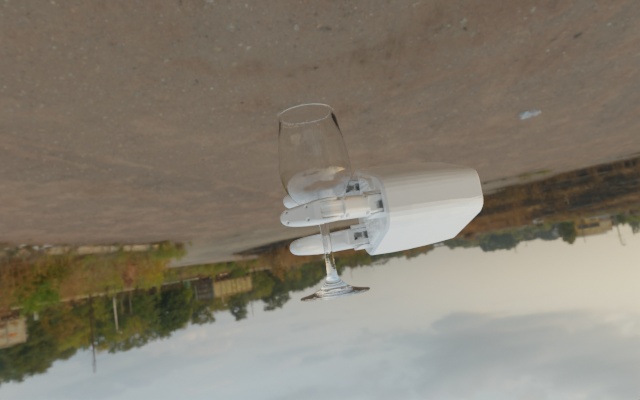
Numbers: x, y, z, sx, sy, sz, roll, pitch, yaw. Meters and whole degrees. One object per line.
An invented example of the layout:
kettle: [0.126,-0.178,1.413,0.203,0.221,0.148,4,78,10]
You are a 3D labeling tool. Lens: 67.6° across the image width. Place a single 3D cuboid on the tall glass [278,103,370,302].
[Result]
tall glass: [0.000,0.002,0.513,0.079,0.201,0.079,-9,-7,-1]
